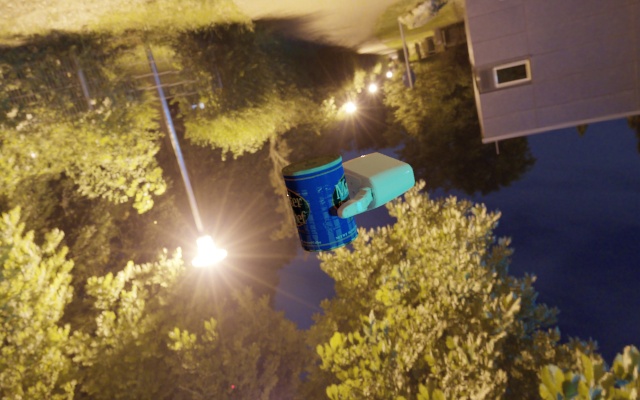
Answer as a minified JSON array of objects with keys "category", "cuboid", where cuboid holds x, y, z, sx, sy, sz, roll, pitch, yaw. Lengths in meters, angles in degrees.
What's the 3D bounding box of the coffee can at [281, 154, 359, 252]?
[{"category":"coffee can","cuboid":[0.000,0.003,0.810,0.103,0.140,0.102,-13,15,3]}]
